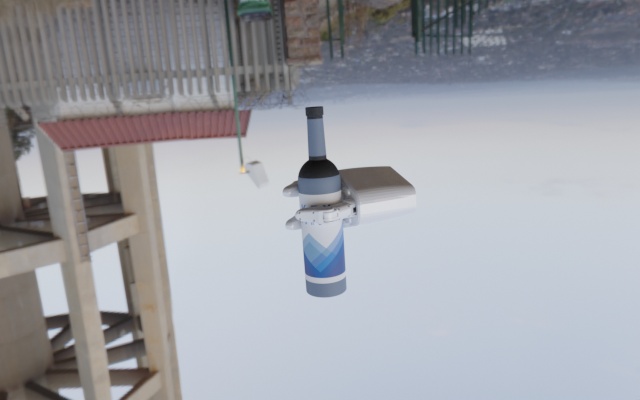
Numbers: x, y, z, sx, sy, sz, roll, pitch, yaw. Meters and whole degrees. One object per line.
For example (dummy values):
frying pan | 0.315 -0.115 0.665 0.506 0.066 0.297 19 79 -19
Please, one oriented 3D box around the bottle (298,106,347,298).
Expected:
bottle | 0.000 0.003 0.750 0.069 0.296 0.069 -4 13 1
